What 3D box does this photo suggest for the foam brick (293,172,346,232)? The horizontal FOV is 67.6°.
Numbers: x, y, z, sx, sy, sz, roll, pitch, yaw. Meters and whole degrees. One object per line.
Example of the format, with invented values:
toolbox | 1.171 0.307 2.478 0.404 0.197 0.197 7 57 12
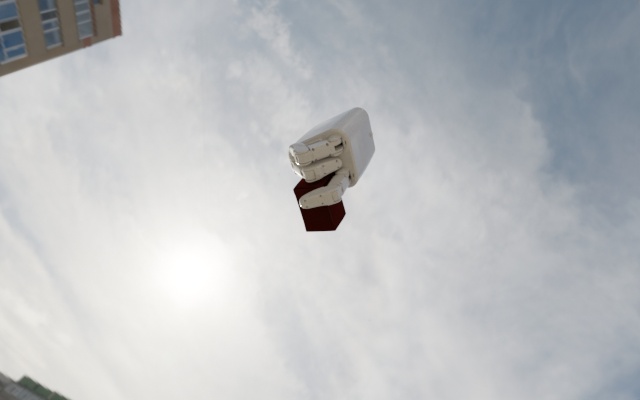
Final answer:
foam brick | 0.000 0.003 0.732 0.053 0.078 0.051 -1 30 26
